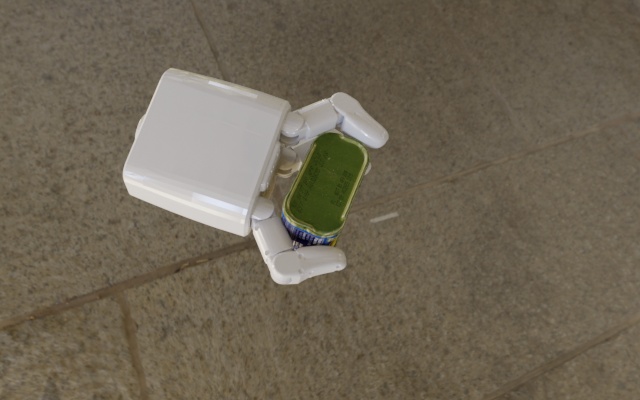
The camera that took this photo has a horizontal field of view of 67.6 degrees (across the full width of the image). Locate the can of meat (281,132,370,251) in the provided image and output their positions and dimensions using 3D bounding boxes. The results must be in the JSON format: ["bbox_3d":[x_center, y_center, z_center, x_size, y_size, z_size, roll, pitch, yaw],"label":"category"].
[{"bbox_3d":[0.000,0.001,0.422,0.057,0.102,0.084,22,-28,2],"label":"can of meat"}]
